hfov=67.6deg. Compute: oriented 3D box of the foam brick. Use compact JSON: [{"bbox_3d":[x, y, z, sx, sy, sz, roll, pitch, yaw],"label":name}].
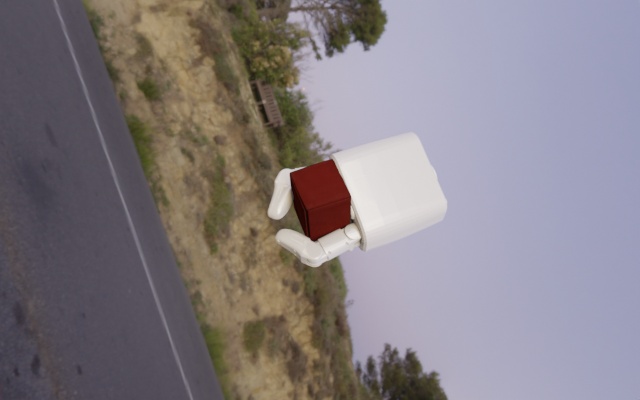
[{"bbox_3d":[0.000,0.002,0.524,0.051,0.053,0.078,-19,-29,-9],"label":"foam brick"}]
